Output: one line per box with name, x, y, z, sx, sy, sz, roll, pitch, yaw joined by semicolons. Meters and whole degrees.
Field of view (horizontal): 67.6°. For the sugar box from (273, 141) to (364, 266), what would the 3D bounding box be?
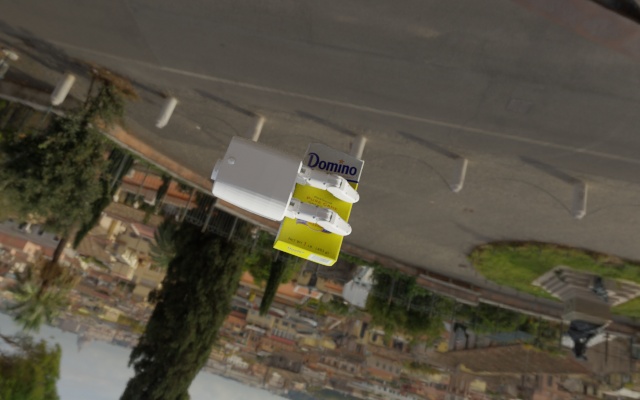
sugar box;0.000;0.002;0.730;0.093;0.176;0.048;20;-22;-8
